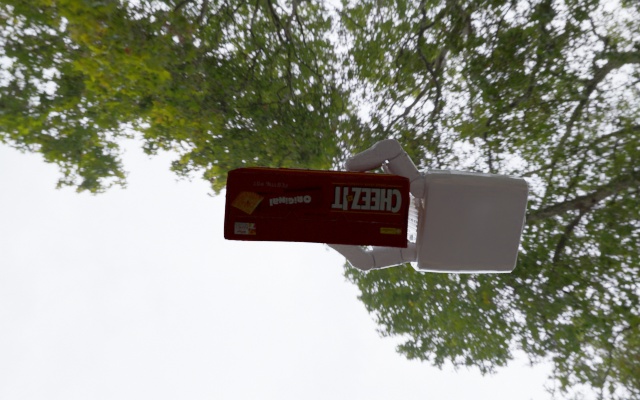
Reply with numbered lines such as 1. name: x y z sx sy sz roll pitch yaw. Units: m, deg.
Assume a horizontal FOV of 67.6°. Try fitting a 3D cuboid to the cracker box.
1. cracker box: 0.000 0.002 0.520 0.164 0.072 0.213 2 2 2
